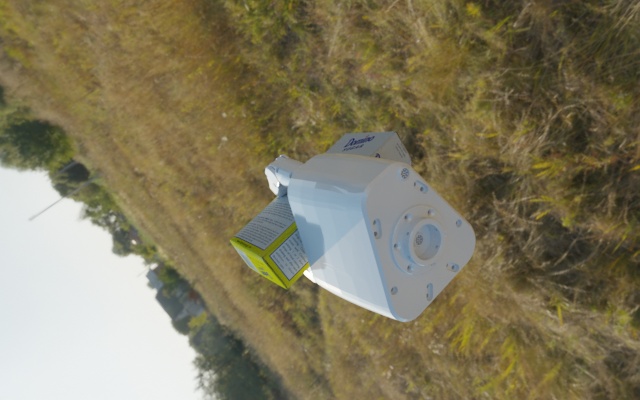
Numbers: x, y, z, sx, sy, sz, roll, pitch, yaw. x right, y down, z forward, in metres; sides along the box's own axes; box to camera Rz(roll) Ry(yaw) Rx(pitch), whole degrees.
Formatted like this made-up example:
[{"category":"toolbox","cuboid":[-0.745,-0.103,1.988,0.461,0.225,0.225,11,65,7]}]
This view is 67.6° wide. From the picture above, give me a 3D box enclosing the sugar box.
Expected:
[{"category":"sugar box","cuboid":[0.000,0.002,0.467,0.176,0.048,0.093,-41,23,-19]}]
